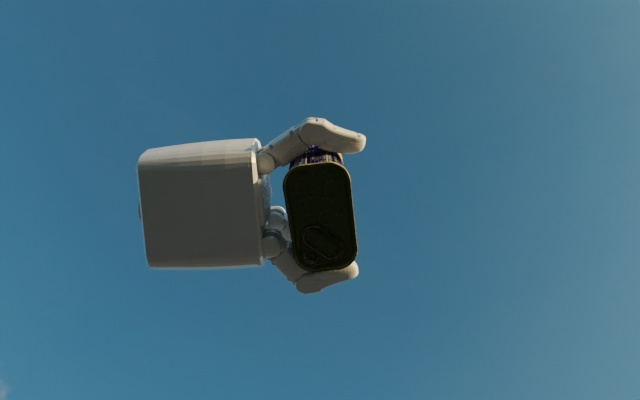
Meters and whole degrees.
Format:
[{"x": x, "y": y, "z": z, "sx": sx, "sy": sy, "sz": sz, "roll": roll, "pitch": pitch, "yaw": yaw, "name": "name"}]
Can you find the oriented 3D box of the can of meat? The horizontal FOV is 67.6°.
[{"x": 0.000, "y": 0.001, "z": 0.448, "sx": 0.057, "sy": 0.102, "sz": 0.084, "roll": -7, "pitch": 22, "yaw": 2, "name": "can of meat"}]
